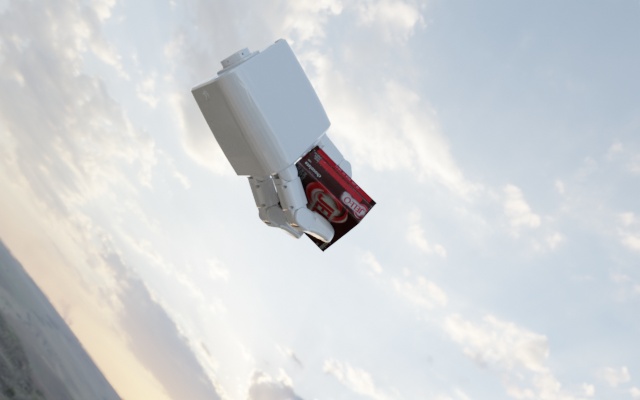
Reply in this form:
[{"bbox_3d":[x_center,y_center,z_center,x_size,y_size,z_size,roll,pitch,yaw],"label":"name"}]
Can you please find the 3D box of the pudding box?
[{"bbox_3d":[0.000,0.002,0.535,0.039,0.090,0.113,-44,-2,-27],"label":"pudding box"}]
